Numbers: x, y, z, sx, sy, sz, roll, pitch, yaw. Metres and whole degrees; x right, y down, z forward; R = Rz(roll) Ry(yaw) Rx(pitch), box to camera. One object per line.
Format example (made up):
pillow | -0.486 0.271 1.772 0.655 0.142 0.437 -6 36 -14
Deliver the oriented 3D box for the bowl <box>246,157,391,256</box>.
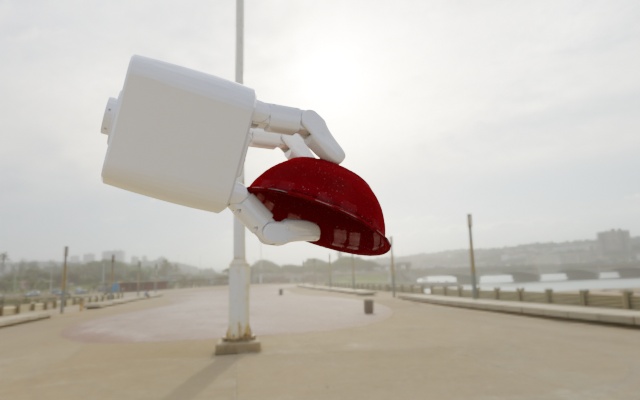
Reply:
bowl | 0.001 0.002 0.483 0.162 0.055 0.162 18 -18 6
